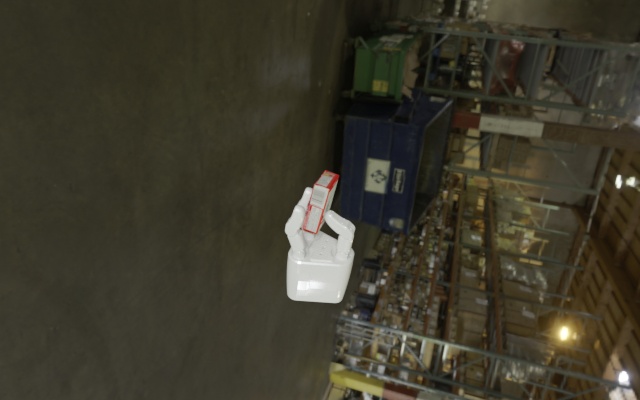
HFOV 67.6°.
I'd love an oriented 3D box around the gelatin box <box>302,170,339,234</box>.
[{"bbox_3d":[0.001,0.003,0.809,0.030,0.089,0.073,19,25,8],"label":"gelatin box"}]
